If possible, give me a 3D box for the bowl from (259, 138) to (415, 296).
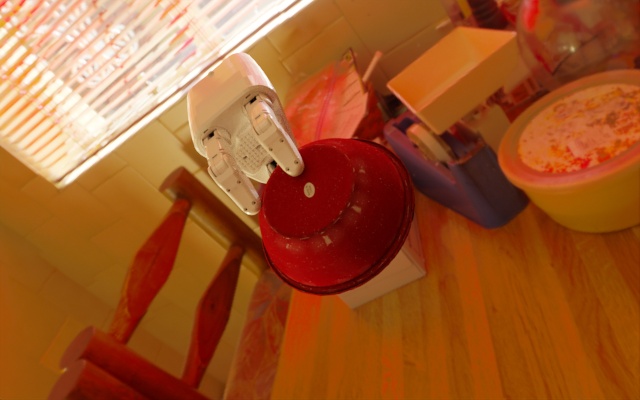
[{"bbox_3d":[0.001,0.002,0.435,0.162,0.162,0.055,0,-23,30],"label":"bowl"}]
